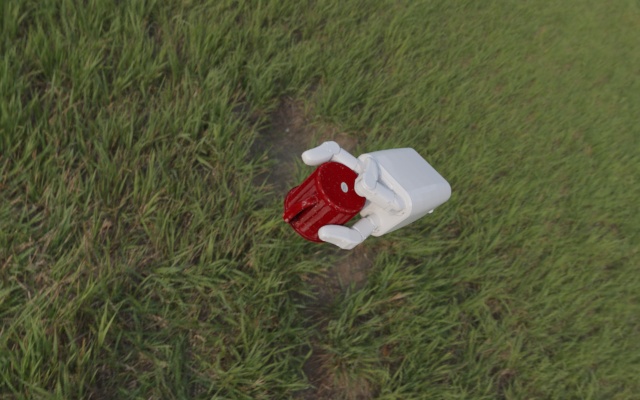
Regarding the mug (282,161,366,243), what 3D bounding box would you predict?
[{"bbox_3d":[-0.001,0.002,0.646,0.117,0.093,0.081,-16,-19,-42],"label":"mug"}]
